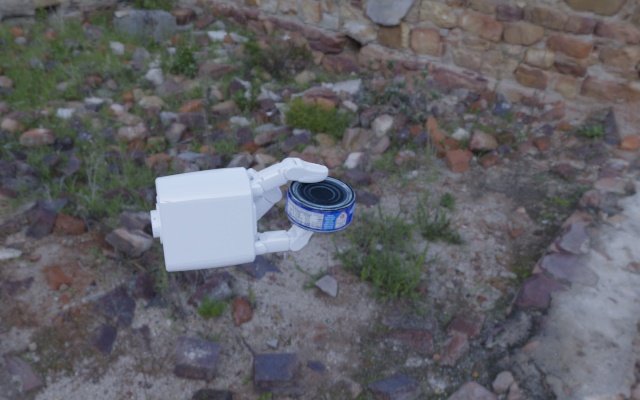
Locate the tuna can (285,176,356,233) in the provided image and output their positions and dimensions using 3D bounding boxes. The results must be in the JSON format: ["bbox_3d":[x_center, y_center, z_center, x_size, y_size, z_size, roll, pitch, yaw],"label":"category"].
[{"bbox_3d":[0.000,0.001,0.592,0.086,0.034,0.086,6,32,-4],"label":"tuna can"}]
